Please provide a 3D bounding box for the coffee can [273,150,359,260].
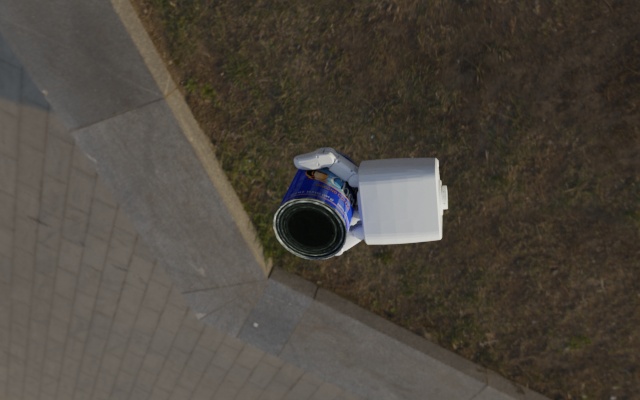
[{"bbox_3d":[0.000,0.002,0.691,0.103,0.103,0.140,0,33,15],"label":"coffee can"}]
